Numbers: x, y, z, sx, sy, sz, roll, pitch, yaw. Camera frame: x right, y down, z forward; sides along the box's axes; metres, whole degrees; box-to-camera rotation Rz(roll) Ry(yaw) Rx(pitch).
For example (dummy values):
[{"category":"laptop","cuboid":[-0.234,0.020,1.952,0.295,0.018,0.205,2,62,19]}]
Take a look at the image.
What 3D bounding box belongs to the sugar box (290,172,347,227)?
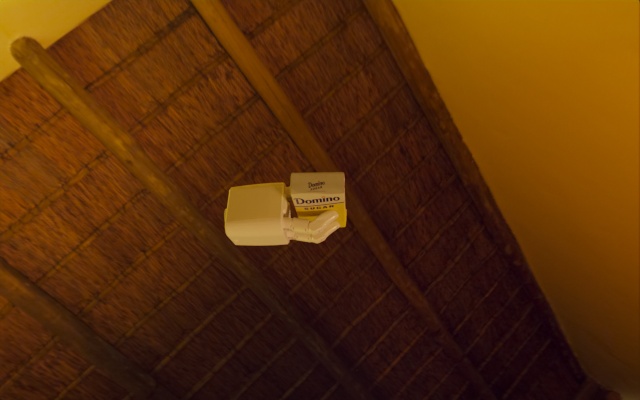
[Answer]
[{"category":"sugar box","cuboid":[0.000,0.003,0.881,0.093,0.048,0.176,-1,-20,5]}]
